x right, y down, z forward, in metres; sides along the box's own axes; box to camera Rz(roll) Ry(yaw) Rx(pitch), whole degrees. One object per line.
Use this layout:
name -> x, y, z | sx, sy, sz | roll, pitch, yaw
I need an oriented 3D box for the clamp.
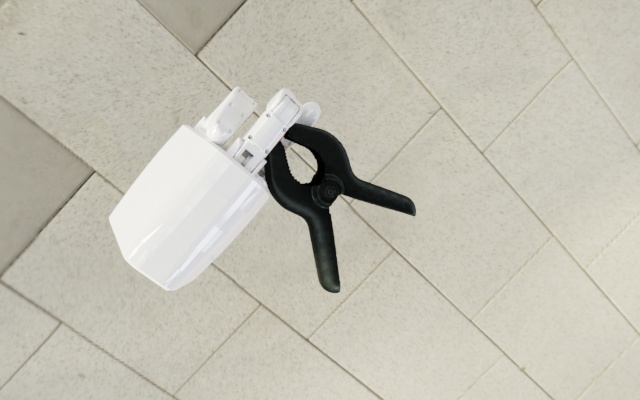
clamp -> 0.000, 0.001, 0.436 | 0.171, 0.120, 0.039 | 40, -14, -18
